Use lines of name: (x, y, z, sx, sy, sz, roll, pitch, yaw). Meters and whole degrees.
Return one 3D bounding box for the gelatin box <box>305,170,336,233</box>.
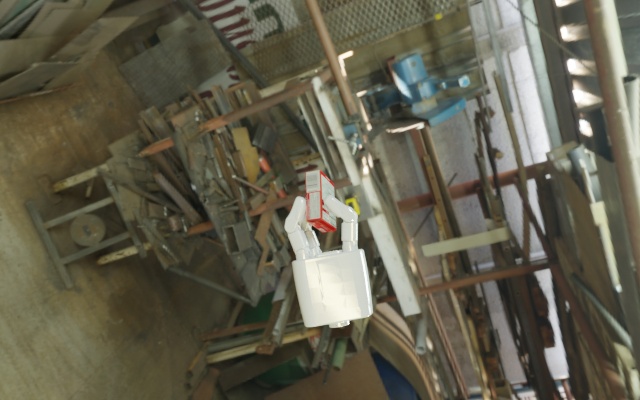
gelatin box: (0.001, 0.002, 0.801, 0.030, 0.089, 0.073, -8, -19, 18)
